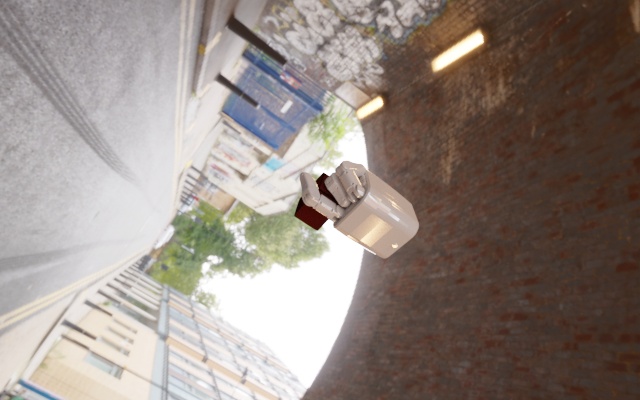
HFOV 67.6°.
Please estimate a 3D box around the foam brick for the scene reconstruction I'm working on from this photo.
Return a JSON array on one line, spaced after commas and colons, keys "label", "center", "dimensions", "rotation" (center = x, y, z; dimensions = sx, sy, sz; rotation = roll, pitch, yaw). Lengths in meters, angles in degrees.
[{"label": "foam brick", "center": [0.000, 0.003, 0.807], "dimensions": [0.051, 0.053, 0.078], "rotation": [33, -53, -13]}]
